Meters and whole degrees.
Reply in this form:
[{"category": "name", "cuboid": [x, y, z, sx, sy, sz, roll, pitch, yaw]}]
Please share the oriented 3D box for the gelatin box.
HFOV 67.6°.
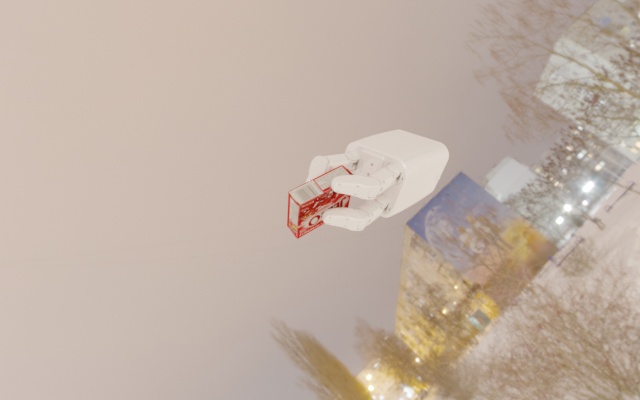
[{"category": "gelatin box", "cuboid": [0.000, 0.002, 0.626, 0.089, 0.030, 0.073, -27, -30, -25]}]
